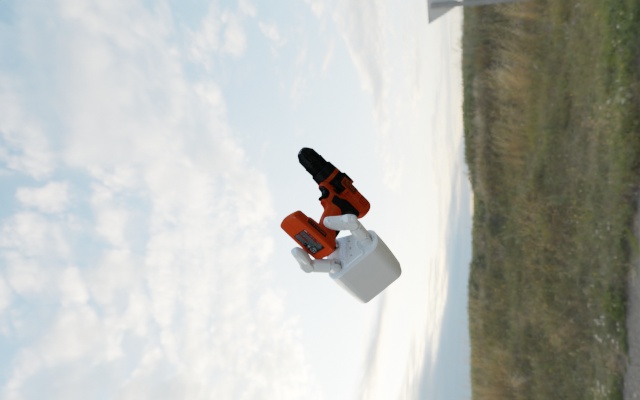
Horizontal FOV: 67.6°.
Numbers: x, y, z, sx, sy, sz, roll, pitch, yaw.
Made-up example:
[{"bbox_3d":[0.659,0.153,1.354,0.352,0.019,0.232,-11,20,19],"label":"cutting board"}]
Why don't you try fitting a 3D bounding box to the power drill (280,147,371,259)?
[{"bbox_3d":[0.000,0.003,0.898,0.057,0.184,0.187,-39,12,45],"label":"power drill"}]
